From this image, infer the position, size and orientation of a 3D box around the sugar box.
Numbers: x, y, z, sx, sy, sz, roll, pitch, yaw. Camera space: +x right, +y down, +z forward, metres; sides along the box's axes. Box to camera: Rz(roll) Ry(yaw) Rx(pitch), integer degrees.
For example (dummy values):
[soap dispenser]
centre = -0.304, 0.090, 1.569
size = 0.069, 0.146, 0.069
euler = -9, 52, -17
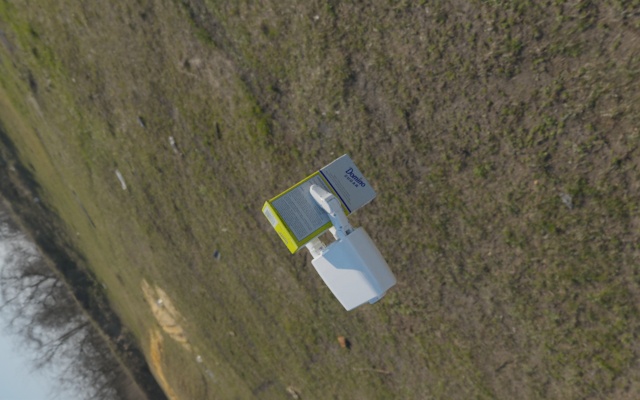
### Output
[sugar box]
centre = 0.000, 0.003, 0.807
size = 0.176, 0.093, 0.048
euler = -31, -8, -27
